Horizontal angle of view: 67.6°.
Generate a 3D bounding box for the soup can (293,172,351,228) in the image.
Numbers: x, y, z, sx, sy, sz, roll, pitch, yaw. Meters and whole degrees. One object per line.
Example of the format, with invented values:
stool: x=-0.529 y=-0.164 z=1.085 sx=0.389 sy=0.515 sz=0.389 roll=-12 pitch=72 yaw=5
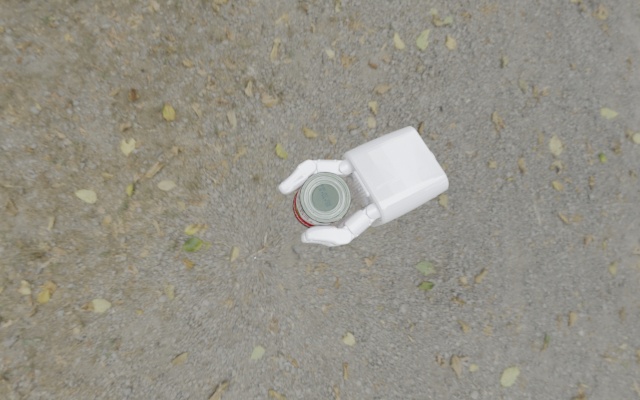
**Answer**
soup can: x=0.000 y=0.002 z=0.644 sx=0.068 sy=0.068 sz=0.102 roll=0 pitch=-7 yaw=-8
